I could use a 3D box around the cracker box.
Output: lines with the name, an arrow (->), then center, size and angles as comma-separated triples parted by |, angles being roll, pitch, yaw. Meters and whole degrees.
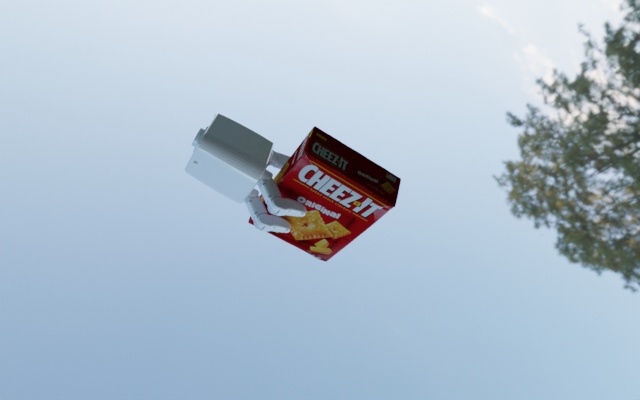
cracker box -> 0.000, 0.003, 0.785 | 0.164, 0.072, 0.214 | 29, -42, -15
